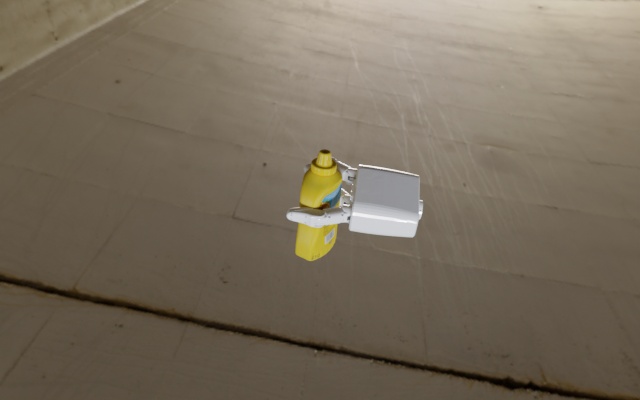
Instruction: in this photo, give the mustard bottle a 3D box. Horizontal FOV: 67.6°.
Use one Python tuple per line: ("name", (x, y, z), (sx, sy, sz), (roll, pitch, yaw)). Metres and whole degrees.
("mustard bottle", (0.000, 0.003, 0.797), (0.058, 0.192, 0.096), (24, 39, 23))
